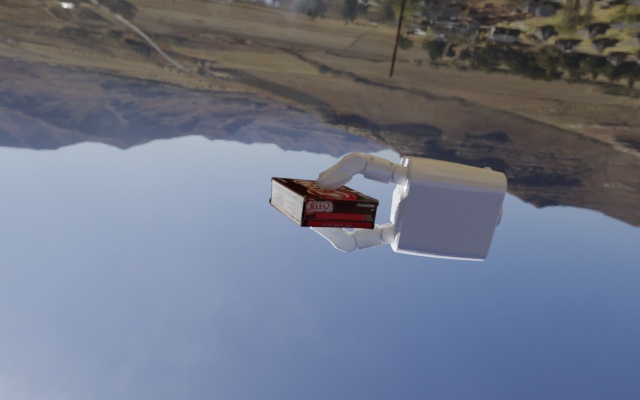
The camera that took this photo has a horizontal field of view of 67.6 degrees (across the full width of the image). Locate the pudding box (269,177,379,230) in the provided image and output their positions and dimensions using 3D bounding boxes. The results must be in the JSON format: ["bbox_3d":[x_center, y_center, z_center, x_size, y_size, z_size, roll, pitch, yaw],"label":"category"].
[{"bbox_3d":[0.000,0.002,0.550,0.090,0.039,0.113,4,9,-25],"label":"pudding box"}]
